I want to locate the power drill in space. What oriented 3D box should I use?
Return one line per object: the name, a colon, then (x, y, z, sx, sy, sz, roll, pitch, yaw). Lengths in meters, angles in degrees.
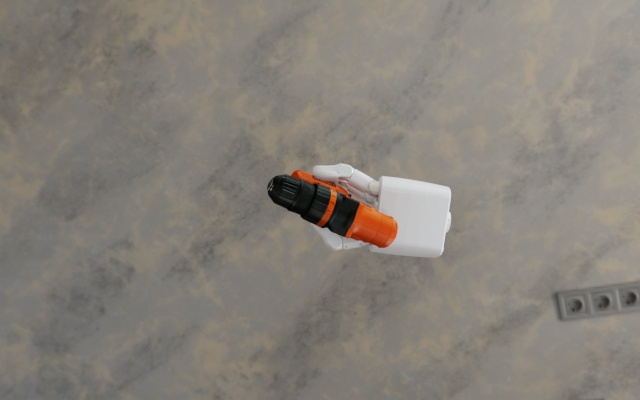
power drill: (0.000, 0.002, 0.682, 0.184, 0.057, 0.187, 24, 5, -17)
